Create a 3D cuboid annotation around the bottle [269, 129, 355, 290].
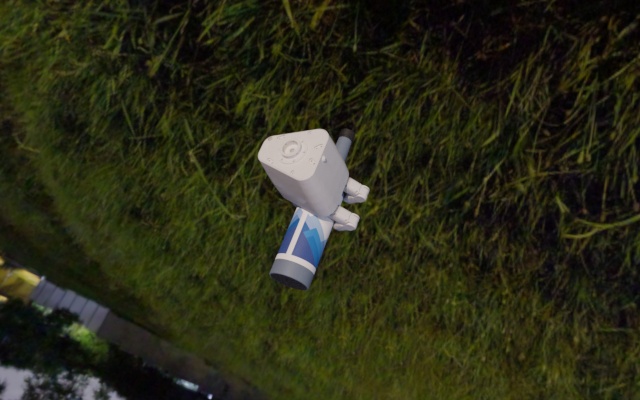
[{"bbox_3d":[0.000,0.003,0.808,0.069,0.295,0.069,18,-24,8],"label":"bottle"}]
